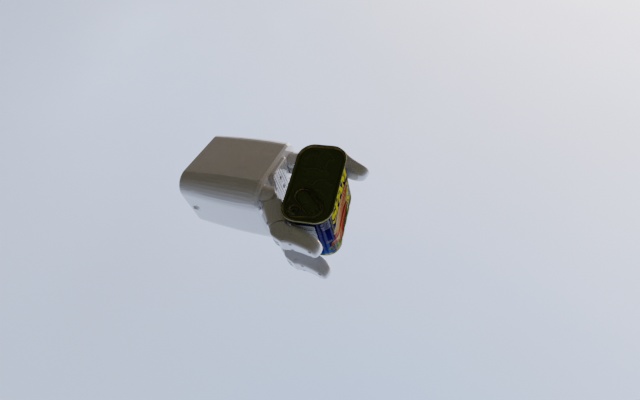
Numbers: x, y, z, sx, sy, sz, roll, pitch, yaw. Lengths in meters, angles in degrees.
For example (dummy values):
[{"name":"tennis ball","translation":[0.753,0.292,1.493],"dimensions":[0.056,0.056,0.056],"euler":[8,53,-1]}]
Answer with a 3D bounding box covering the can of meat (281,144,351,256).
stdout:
[{"name":"can of meat","translation":[0.000,0.002,0.548],"dimensions":[0.057,0.102,0.084],"euler":[6,-31,15]}]
